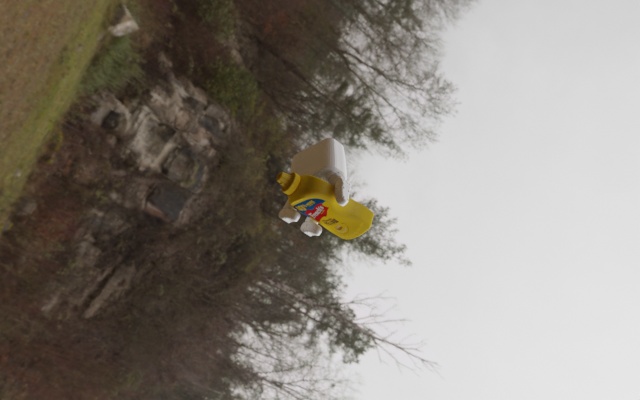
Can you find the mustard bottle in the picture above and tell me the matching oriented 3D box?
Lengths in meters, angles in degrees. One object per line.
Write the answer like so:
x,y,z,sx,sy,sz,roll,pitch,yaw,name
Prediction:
0.000,0.003,0.883,0.192,0.058,0.096,33,-31,-25,mustard bottle
